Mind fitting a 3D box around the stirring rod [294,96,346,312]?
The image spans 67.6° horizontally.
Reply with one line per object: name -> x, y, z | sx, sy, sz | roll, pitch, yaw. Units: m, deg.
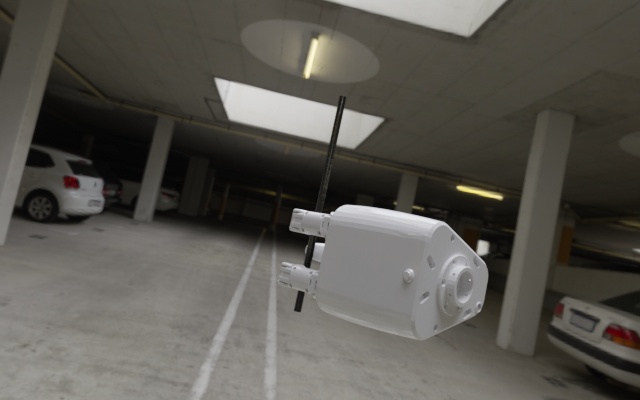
stirring rod -> 0.000, 0.002, 0.522 | 0.011, 0.239, 0.011 | 12, -5, 1
